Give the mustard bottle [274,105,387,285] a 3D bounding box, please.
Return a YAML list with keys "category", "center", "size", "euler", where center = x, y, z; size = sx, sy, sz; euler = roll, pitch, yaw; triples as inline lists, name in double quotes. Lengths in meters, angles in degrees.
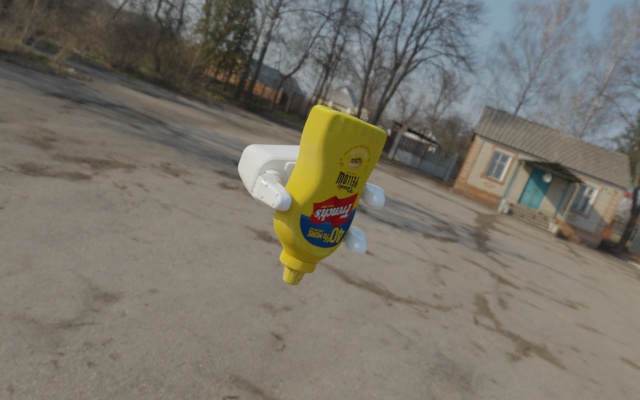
- category: "mustard bottle"
  center: [0.000, 0.002, 0.513]
  size: [0.058, 0.191, 0.096]
  euler: [29, 12, 41]
